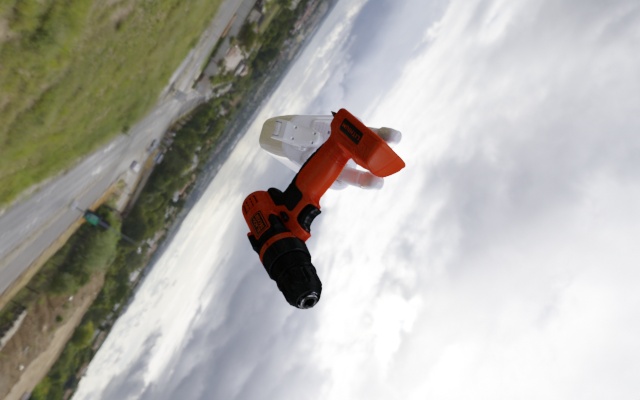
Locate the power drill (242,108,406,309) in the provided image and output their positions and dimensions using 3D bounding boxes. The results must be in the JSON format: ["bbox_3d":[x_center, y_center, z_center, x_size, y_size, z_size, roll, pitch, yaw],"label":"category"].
[{"bbox_3d":[0.000,0.001,0.519,0.057,0.187,0.184,38,11,-42],"label":"power drill"}]
